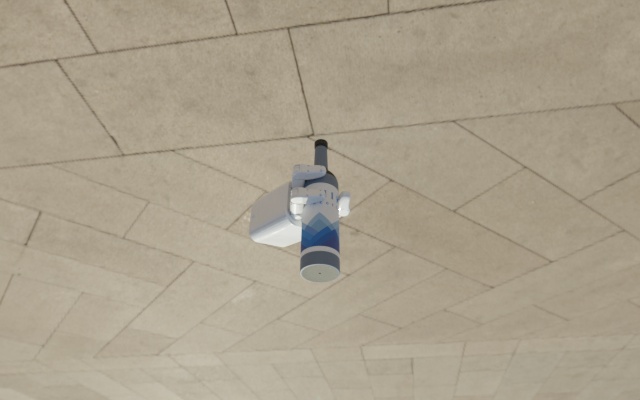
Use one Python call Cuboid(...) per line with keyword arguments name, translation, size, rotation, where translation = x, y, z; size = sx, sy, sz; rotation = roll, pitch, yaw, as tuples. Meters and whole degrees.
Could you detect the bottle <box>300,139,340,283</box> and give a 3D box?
Cuboid(name="bottle", translation=(0.000, 0.003, 0.872), size=(0.069, 0.295, 0.069), rotation=(0, -37, 0))
